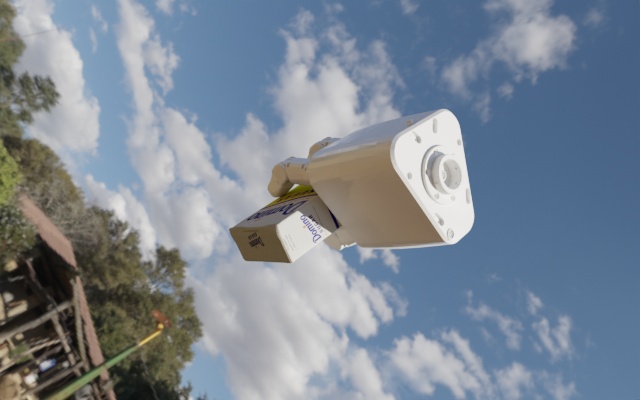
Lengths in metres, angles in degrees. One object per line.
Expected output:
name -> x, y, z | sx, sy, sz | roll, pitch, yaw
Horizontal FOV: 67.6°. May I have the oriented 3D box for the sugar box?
sugar box -> 0.000, 0.001, 0.501 | 0.176, 0.048, 0.093 | -32, 14, -35
